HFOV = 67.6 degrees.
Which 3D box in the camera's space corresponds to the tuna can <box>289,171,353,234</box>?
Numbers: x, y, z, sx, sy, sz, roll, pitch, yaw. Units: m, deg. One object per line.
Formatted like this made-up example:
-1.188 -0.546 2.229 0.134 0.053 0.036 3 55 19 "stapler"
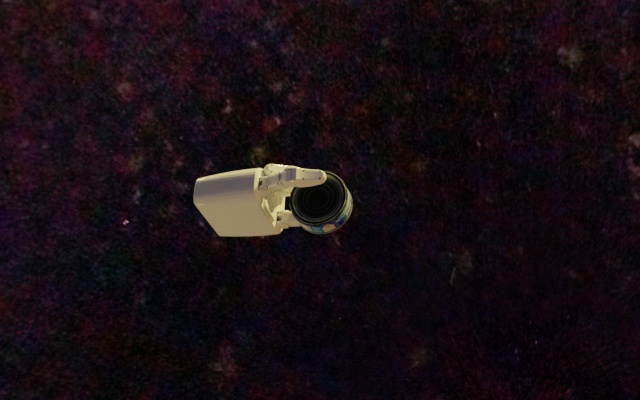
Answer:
0.000 0.002 0.674 0.086 0.086 0.034 0 -25 17 "tuna can"
